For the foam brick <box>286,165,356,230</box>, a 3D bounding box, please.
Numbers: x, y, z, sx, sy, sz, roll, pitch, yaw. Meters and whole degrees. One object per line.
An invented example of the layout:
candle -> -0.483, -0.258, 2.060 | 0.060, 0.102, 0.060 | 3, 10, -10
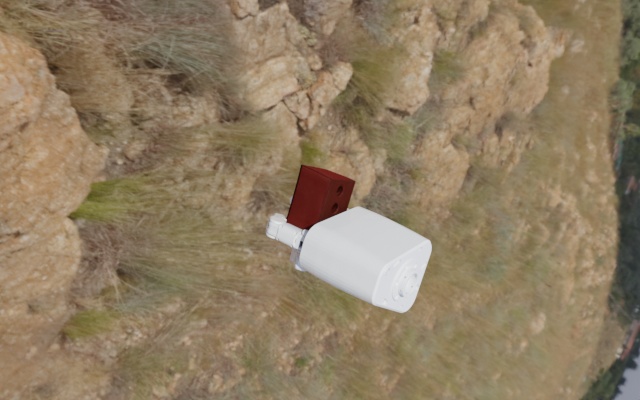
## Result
foam brick -> 0.000, 0.002, 0.588 | 0.051, 0.078, 0.053 | 24, 13, 37
